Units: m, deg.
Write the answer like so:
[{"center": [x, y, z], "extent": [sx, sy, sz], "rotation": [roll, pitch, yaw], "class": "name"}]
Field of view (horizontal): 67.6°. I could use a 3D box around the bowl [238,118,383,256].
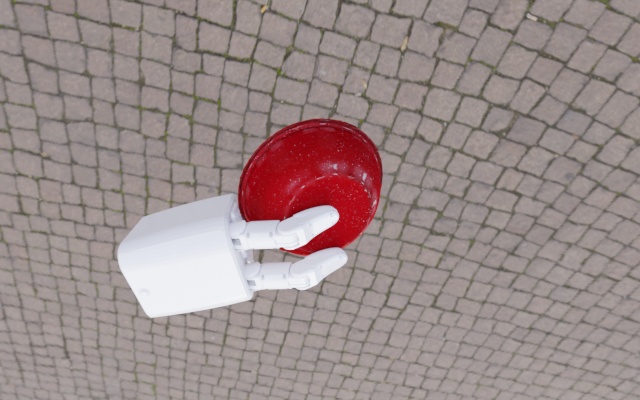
[{"center": [0.001, 0.001, 0.487], "extent": [0.162, 0.162, 0.055], "rotation": [0, 30, -22], "class": "bowl"}]
